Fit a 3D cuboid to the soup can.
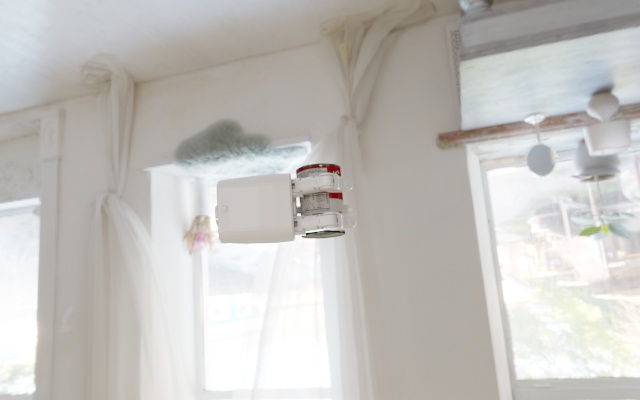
[{"bbox_3d":[0.001,0.003,0.709,0.068,0.102,0.068,-4,-11,-1],"label":"soup can"}]
